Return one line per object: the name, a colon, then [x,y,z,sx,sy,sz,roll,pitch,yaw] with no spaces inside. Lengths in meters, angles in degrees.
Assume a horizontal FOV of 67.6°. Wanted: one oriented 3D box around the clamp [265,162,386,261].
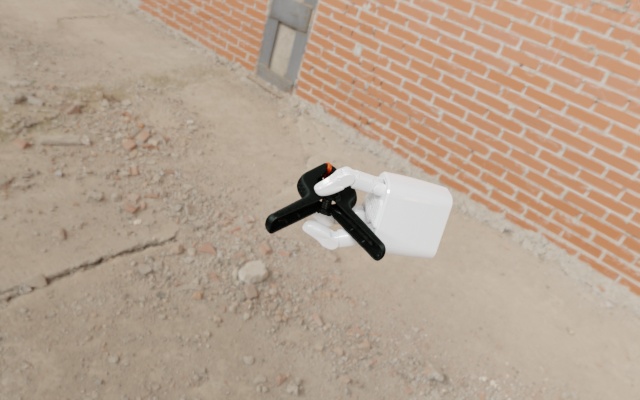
clamp: [0.001,0.001,0.699,0.164,0.036,0.209,12,32,-14]
